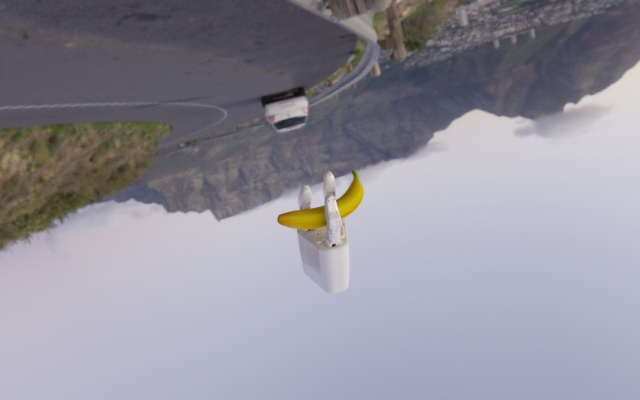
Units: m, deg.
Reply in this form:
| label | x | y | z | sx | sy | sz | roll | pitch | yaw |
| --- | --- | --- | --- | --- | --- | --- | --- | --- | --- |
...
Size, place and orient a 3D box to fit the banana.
| label | x | y | z | sx | sy | sz | roll | pitch | yaw |
| --- | --- | --- | --- | --- | --- | --- | --- | --- | --- |
| banana | 0.015 | 0.012 | 0.874 | 0.197 | 0.037 | 0.069 | -31 | 58 | -31 |
